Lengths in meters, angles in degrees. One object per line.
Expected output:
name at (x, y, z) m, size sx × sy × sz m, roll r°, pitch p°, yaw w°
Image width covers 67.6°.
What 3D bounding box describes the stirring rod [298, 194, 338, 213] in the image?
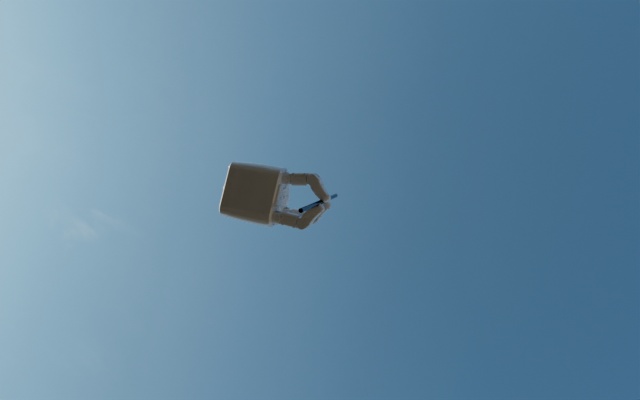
stirring rod at (0.000, 0.003, 0.867) m, size 0.011 × 0.011 × 0.239 m, roll 0°, pitch 6°, yaw 15°
